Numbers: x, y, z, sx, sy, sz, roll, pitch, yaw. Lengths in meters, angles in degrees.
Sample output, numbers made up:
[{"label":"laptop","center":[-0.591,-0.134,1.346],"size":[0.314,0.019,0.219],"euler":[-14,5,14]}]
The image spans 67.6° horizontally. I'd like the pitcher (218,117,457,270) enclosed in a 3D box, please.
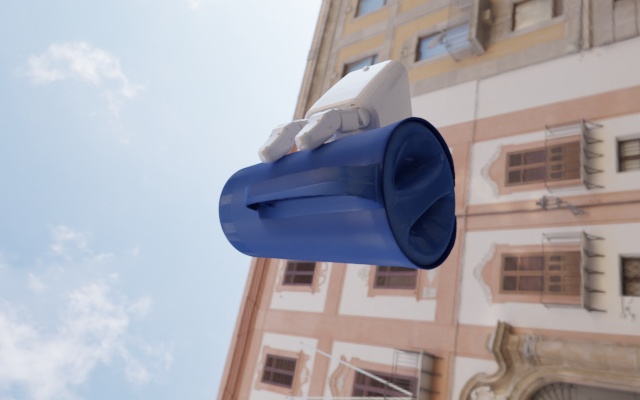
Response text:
[{"label":"pitcher","center":[0.000,0.002,0.483],"size":[0.243,0.149,0.145],"euler":[-7,36,41]}]
